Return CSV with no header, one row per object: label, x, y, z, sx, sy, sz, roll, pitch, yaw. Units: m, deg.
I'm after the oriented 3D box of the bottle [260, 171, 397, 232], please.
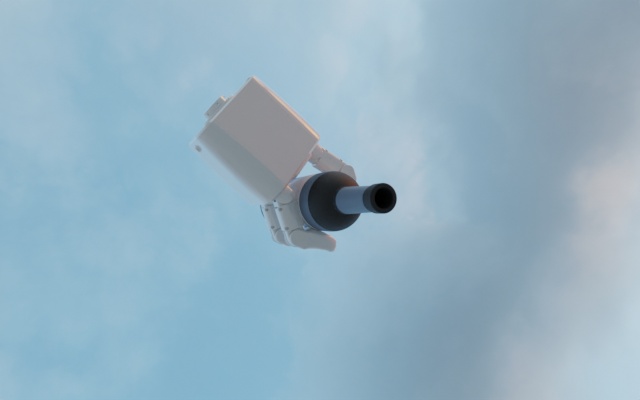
bottle,0.000,0.002,0.555,0.069,0.069,0.296,0,-1,-22
